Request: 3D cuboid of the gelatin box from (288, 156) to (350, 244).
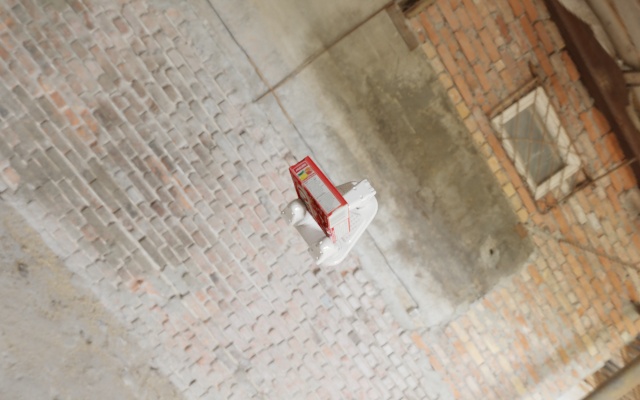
[{"bbox_3d":[0.000,0.001,0.537,0.030,0.073,0.089,-34,-22,-10],"label":"gelatin box"}]
